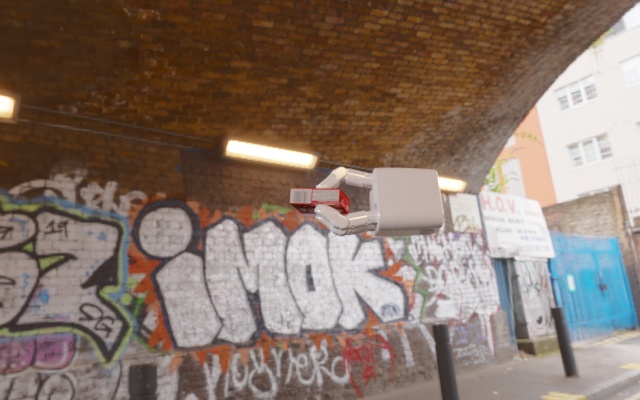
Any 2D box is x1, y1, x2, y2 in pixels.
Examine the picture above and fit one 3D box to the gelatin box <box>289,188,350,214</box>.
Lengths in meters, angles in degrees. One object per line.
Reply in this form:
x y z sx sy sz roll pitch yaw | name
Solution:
0.000 0.002 0.809 0.089 0.030 0.073 1 -14 14 | gelatin box
